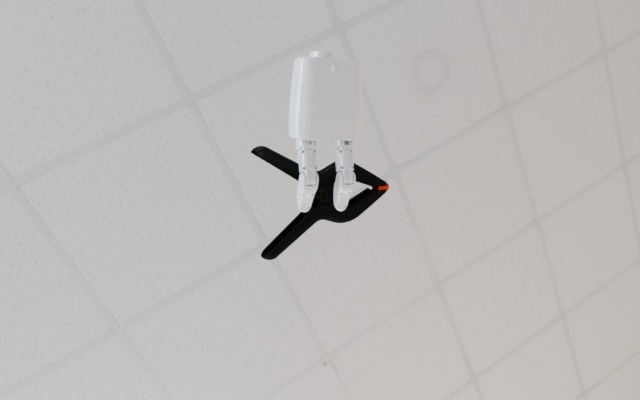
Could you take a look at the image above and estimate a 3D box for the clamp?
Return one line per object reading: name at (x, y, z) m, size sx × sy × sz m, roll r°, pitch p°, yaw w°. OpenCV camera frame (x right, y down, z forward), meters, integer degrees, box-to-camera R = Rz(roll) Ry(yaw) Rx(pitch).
clamp at (0.000, 0.002, 0.698) m, size 0.210 × 0.164 × 0.036 m, roll -3°, pitch 17°, yaw -22°
